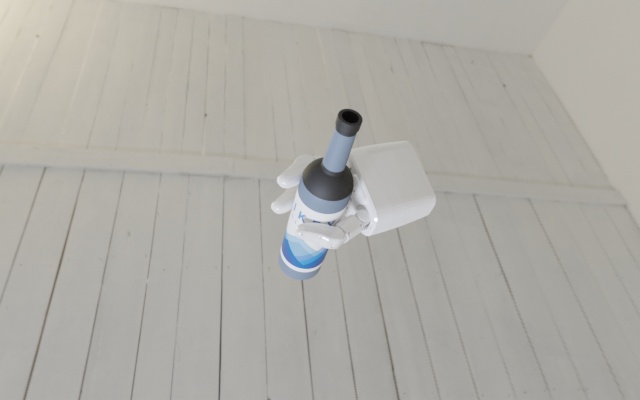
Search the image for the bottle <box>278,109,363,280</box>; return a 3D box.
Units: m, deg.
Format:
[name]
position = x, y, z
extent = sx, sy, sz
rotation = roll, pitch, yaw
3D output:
[bottle]
position = 0.000, 0.002, 0.616
extent = 0.069, 0.069, 0.296
rotation = 0, -38, -16
